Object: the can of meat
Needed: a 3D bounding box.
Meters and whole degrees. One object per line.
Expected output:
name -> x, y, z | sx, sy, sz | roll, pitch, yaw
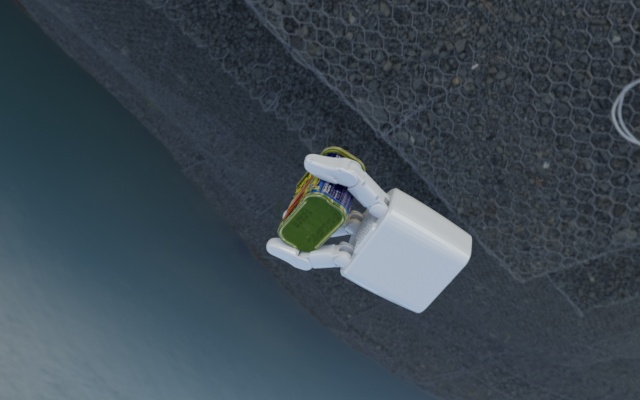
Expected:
can of meat -> 0.000, 0.002, 0.553 | 0.057, 0.084, 0.102 | 32, -46, -10
